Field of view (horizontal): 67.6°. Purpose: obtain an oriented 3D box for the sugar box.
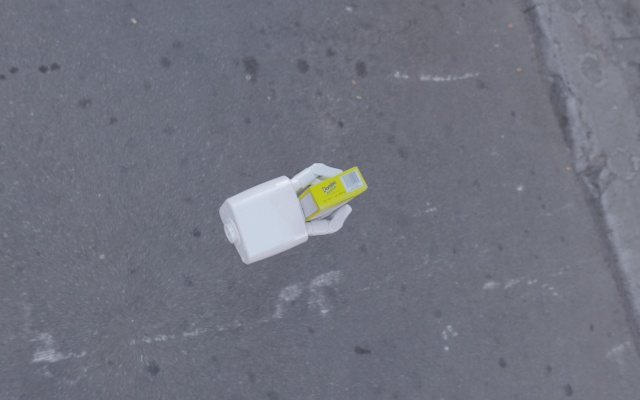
[{"bbox_3d":[0.000,0.002,0.806,0.093,0.048,0.176,-24,-4,-25],"label":"sugar box"}]
